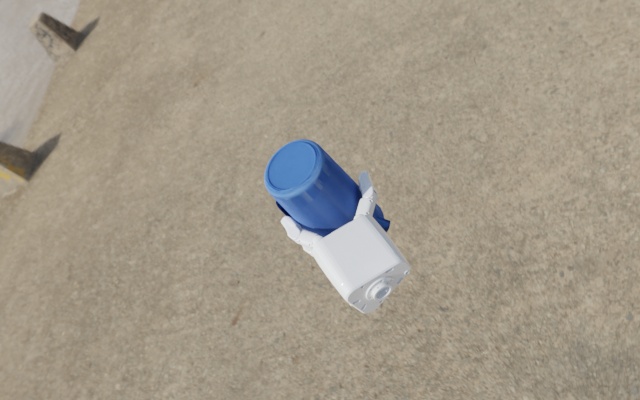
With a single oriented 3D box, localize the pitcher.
[{"bbox_3d":[0.000,0.003,0.830,0.149,0.145,0.243,-39,-40,5],"label":"pitcher"}]
